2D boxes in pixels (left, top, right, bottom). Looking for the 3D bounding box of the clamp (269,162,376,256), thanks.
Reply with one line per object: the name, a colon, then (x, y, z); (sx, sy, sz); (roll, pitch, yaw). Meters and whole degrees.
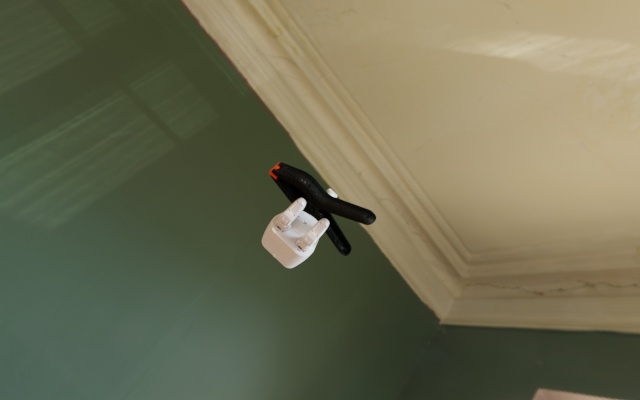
clamp: (0.000, 0.002, 0.840); (0.036, 0.210, 0.165); (-47, -1, -29)
